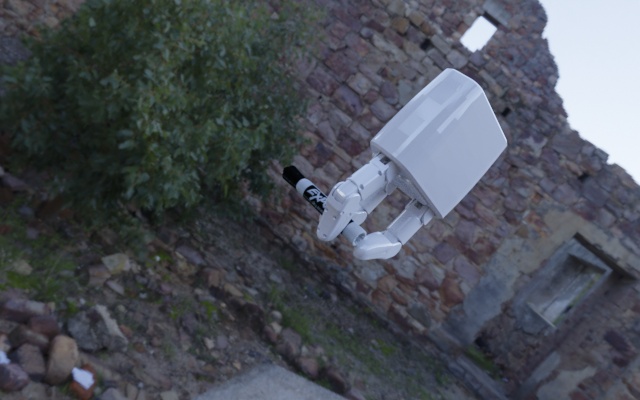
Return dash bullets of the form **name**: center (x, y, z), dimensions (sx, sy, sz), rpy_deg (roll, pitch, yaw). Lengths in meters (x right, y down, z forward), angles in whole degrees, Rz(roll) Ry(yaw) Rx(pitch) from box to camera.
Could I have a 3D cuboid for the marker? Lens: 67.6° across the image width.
- **marker**: center (0.000, 0.002, 0.489), dimensions (0.020, 0.020, 0.121), rpy_deg (0, 36, -50)
